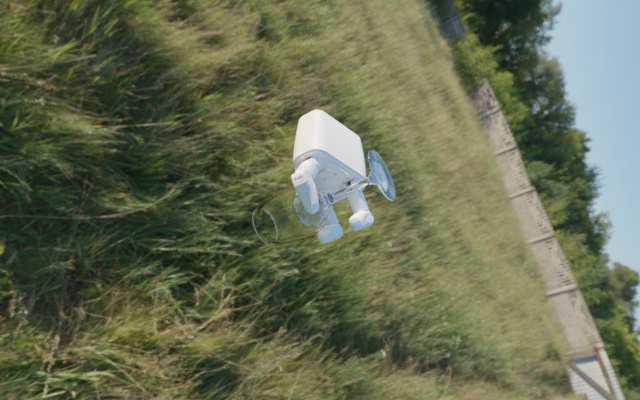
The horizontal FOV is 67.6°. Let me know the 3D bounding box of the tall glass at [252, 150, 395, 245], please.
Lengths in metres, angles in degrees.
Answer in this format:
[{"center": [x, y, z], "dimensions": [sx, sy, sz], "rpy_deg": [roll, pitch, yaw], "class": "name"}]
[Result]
[{"center": [0.001, 0.002, 0.681], "dimensions": [0.201, 0.079, 0.079], "rpy_deg": [-24, -10, 23], "class": "tall glass"}]
